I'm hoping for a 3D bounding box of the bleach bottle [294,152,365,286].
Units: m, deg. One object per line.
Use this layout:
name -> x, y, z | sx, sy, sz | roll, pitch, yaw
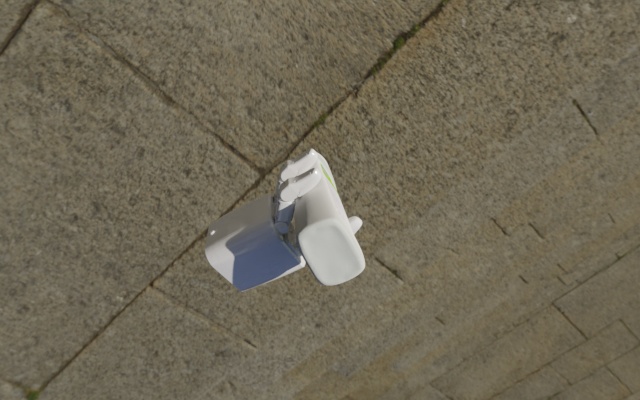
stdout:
bleach bottle -> 0.000, 0.002, 0.684 | 0.068, 0.103, 0.250 | -24, 30, 8
